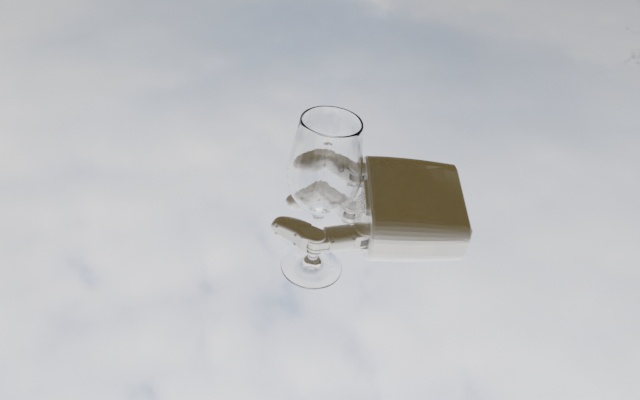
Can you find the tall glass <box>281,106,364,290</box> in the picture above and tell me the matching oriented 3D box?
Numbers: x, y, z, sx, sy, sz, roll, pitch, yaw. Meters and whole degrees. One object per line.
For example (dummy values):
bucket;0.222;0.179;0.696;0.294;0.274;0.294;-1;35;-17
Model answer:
tall glass;0.000;0.002;0.516;0.079;0.201;0.079;5;38;-4
